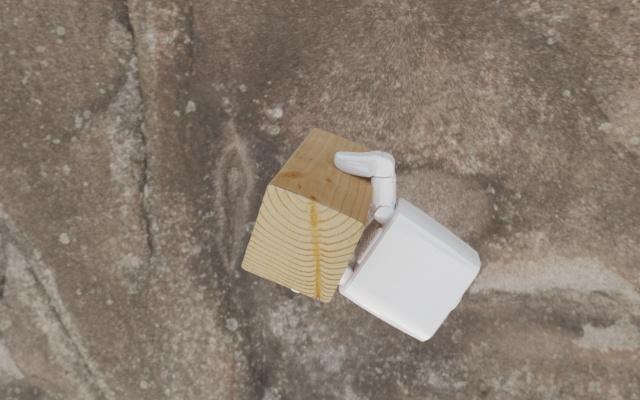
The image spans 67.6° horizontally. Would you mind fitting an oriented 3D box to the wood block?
[{"bbox_3d":[0.001,0.002,0.506,0.090,0.091,0.206,23,24,1],"label":"wood block"}]
